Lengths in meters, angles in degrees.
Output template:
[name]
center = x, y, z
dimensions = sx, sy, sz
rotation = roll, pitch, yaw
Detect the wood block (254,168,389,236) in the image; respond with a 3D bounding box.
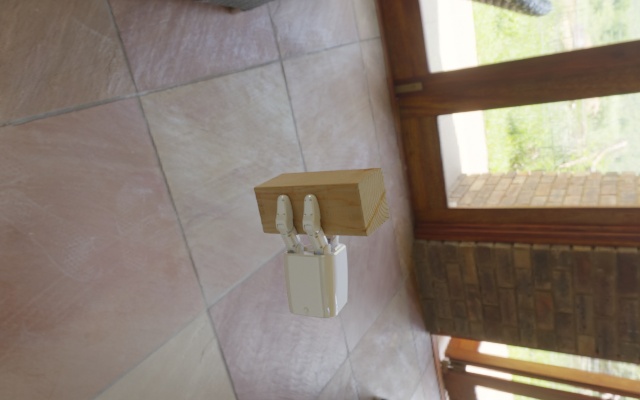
[wood block]
center = 0.000, 0.003, 0.814
dimensions = 0.206, 0.090, 0.090
rotation = -1, 18, 33
